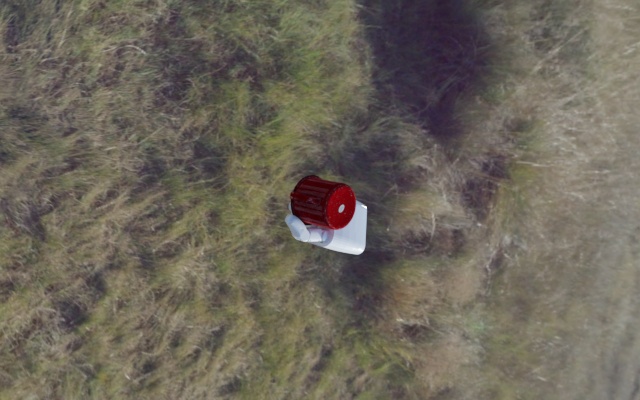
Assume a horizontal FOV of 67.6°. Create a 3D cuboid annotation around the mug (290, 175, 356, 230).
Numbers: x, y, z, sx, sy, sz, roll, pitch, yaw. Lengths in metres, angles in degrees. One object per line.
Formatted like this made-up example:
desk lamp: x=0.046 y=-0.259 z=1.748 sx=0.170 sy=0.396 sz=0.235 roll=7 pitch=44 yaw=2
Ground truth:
mug: x=-0.001 y=0.002 z=0.830 sx=0.081 sy=0.093 sz=0.117 roll=12 pitch=-5 yaw=45
